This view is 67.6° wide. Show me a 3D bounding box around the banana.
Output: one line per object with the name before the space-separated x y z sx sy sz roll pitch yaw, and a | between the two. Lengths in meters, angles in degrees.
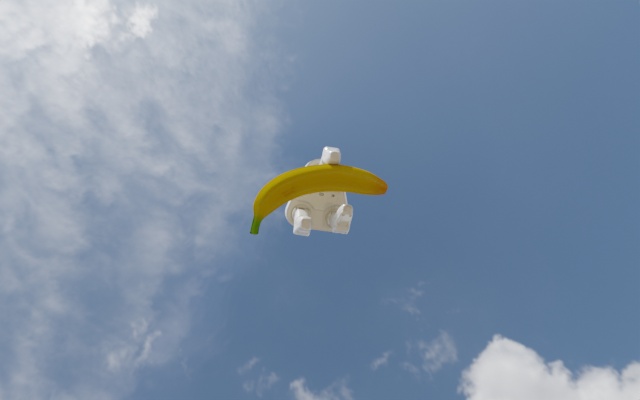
banana | -0.009 -0.015 0.649 0.198 0.069 0.037 -18 0 -8
